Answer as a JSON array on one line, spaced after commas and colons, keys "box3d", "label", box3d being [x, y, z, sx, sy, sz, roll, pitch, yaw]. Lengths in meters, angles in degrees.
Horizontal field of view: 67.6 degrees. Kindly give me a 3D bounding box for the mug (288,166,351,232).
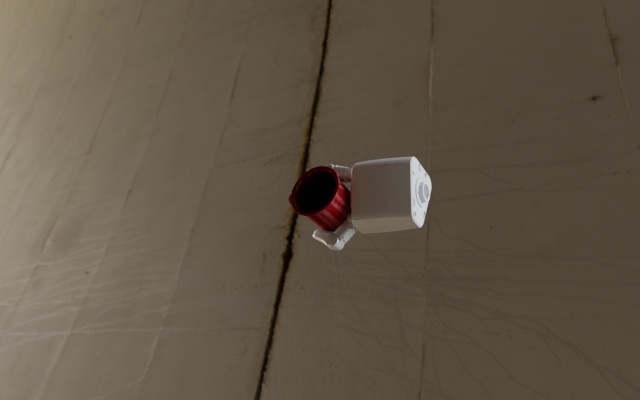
[{"box3d": [-0.001, 0.003, 0.815, 0.117, 0.093, 0.081, -6, -31, 32], "label": "mug"}]
